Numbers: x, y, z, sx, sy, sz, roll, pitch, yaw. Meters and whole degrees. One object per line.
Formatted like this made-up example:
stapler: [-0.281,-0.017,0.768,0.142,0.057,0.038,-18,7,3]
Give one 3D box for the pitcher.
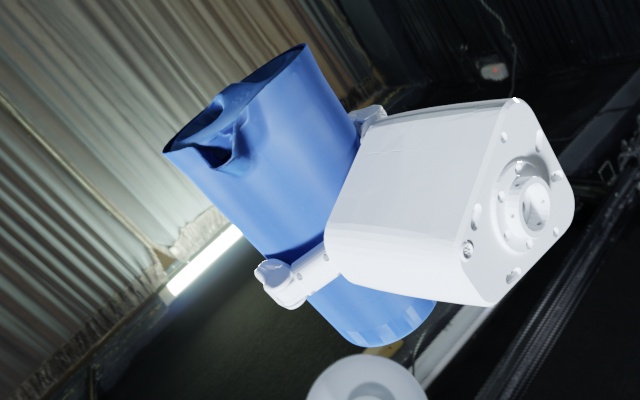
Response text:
pitcher: [0.000,0.001,0.407,0.149,0.243,0.145,-48,25,-24]
